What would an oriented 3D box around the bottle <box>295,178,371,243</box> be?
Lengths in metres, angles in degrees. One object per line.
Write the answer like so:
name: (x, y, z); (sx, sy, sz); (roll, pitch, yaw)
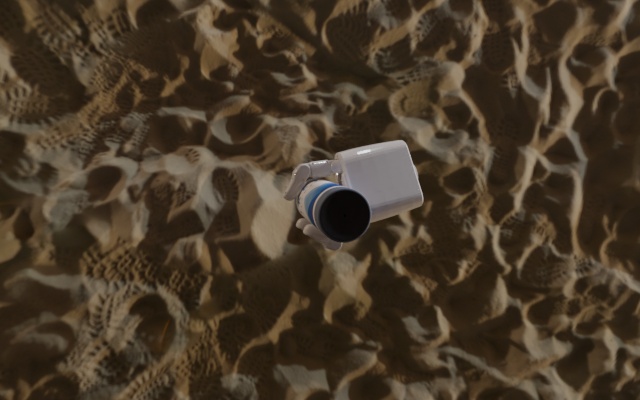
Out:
bottle: (0.000, 0.002, 0.715); (0.069, 0.069, 0.295); (0, 6, -12)
